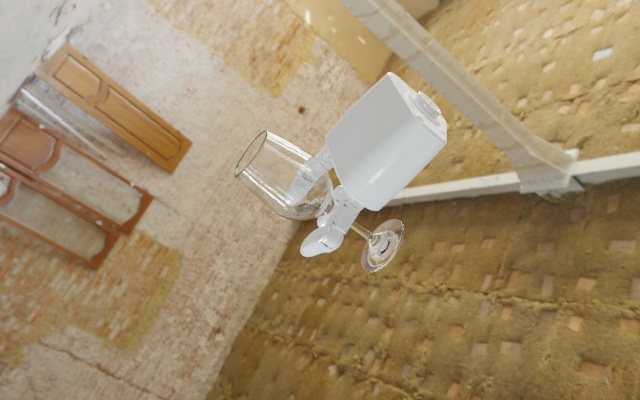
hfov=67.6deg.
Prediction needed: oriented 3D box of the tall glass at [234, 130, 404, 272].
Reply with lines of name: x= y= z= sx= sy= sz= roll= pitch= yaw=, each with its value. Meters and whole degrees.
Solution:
tall glass: x=0.001 y=0.002 z=0.552 sx=0.201 sy=0.079 sz=0.079 roll=35 pitch=-14 yaw=-21
